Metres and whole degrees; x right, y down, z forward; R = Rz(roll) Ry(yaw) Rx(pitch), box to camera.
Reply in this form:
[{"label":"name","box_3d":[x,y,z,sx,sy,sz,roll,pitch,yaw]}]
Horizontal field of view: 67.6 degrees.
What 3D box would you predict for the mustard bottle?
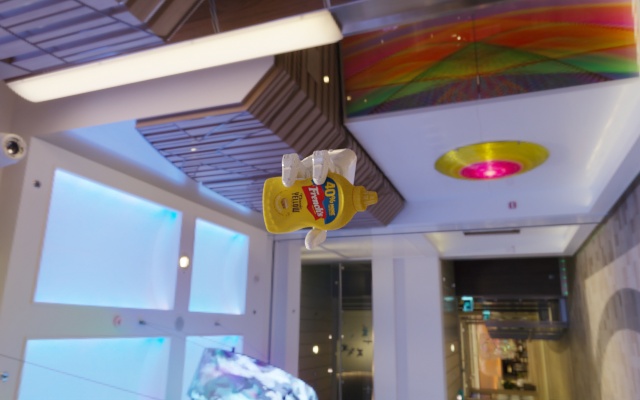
[{"label":"mustard bottle","box_3d":[0.000,0.003,0.796,0.191,0.096,0.058,-5,-7,21]}]
